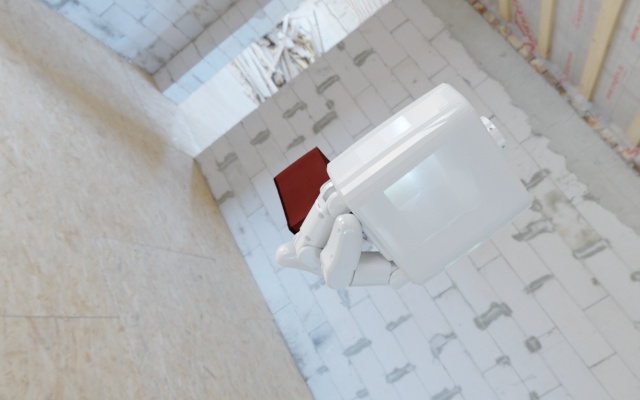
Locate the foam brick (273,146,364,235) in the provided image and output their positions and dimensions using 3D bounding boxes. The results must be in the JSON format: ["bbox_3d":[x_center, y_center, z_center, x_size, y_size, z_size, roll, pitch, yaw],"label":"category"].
[{"bbox_3d":[0.000,0.001,0.415,0.053,0.051,0.078,44,14,-37],"label":"foam brick"}]
